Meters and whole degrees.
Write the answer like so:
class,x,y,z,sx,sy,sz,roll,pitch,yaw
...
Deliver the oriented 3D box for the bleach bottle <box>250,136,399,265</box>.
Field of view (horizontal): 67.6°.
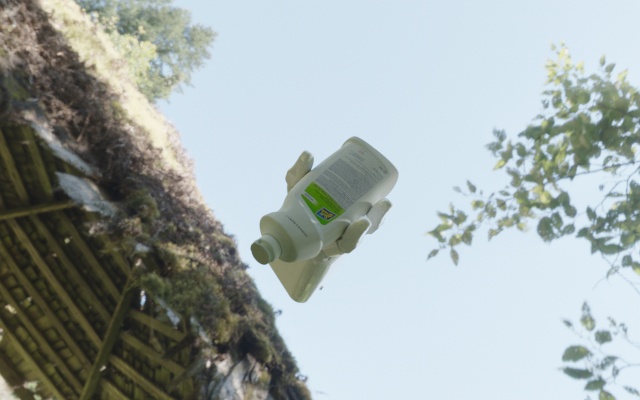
class,x,y,z,sx,sy,sz,roll,pitch,yaw
bleach bottle,0.000,0.002,0.618,0.102,0.068,0.250,40,44,15
